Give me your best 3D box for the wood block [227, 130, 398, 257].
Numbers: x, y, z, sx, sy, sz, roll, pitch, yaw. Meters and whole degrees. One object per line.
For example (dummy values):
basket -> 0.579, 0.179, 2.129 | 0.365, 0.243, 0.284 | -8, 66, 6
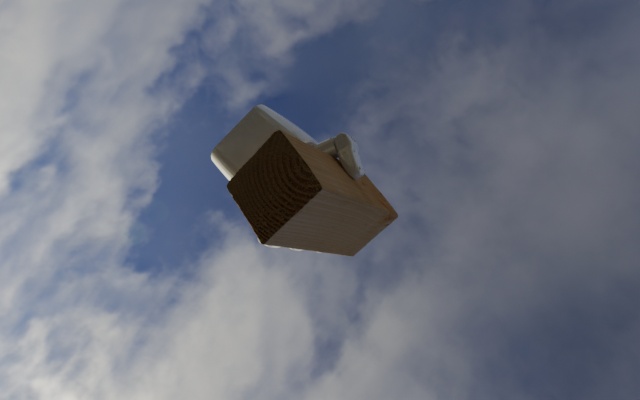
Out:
wood block -> 0.000, 0.001, 0.577 | 0.091, 0.090, 0.206 | -44, -27, 16
